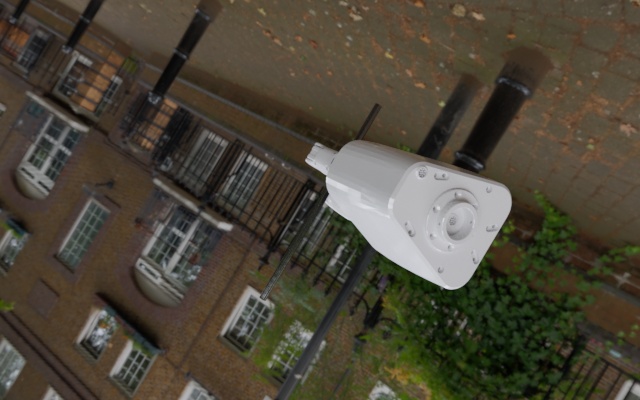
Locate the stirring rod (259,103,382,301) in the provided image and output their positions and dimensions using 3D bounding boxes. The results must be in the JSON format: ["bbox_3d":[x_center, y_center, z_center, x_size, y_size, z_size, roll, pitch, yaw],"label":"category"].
[{"bbox_3d":[0.000,0.002,0.508,0.011,0.239,0.011,31,0,0],"label":"stirring rod"}]
